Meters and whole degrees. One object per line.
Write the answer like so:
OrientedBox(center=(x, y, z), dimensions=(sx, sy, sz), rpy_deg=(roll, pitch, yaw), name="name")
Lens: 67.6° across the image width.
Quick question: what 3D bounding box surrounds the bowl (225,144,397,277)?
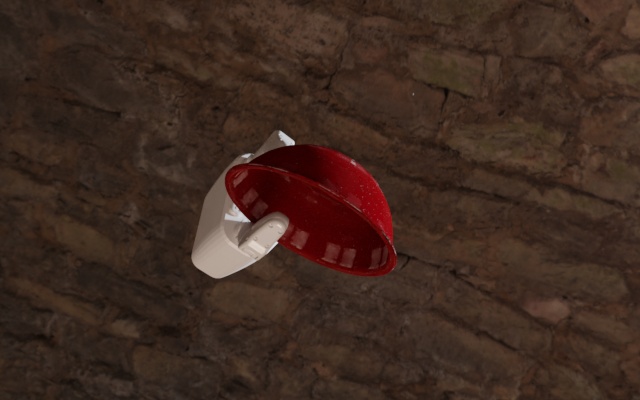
OrientedBox(center=(0.001, 0.001, 0.415), dimensions=(0.162, 0.055, 0.162), rpy_deg=(24, -24, 12), name="bowl")
